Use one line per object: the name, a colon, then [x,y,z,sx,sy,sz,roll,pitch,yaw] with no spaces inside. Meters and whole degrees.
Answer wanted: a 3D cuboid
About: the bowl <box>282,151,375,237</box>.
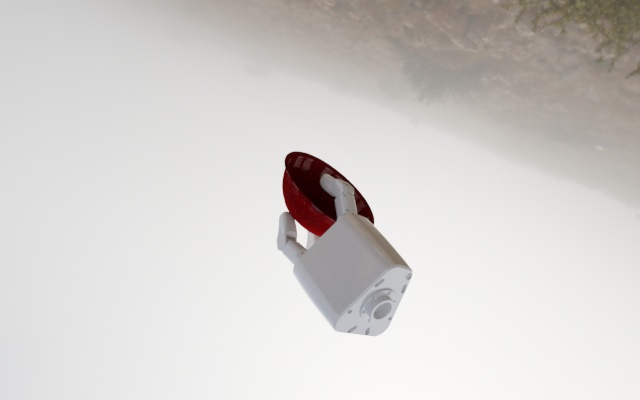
bowl: [0.000,0.002,0.694,0.055,0.162,0.162,-49,-25,24]
